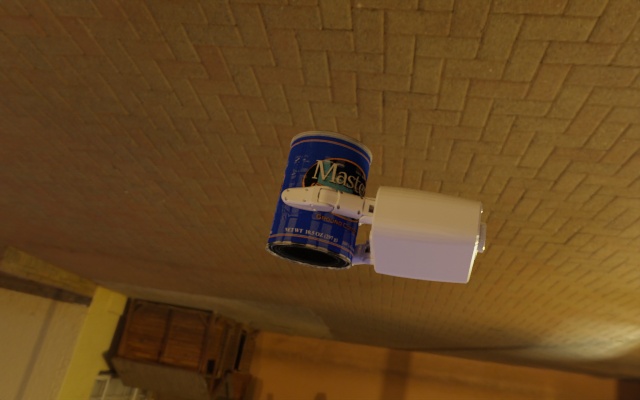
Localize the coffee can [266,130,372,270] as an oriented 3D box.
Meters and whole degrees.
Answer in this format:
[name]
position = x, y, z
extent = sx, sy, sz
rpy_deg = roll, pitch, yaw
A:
[coffee can]
position = 0.000, 0.002, 0.573
extent = 0.103, 0.140, 0.103
rpy_deg = 11, -19, 4
